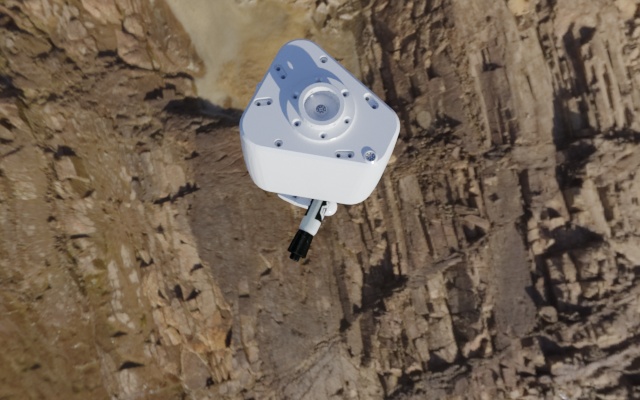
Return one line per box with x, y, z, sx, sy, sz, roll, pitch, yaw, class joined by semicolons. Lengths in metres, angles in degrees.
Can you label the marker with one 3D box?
0.000;0.002;0.453;0.020;0.121;0.020;24;-12;6;marker
